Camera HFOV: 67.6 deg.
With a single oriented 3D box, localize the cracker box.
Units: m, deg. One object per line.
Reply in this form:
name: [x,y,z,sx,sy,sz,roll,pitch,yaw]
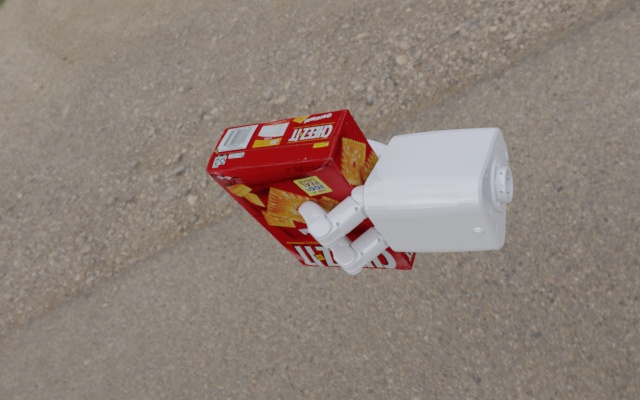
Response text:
cracker box: [0.000,0.002,0.545,0.164,0.072,0.214,-2,-36,34]
